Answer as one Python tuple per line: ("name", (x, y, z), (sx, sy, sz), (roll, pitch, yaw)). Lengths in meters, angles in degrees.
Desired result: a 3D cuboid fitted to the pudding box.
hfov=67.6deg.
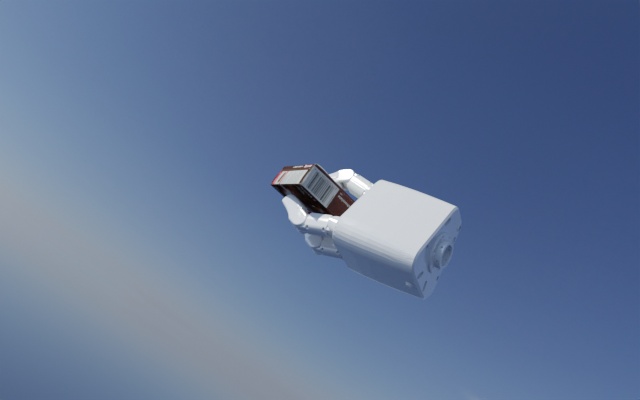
("pudding box", (0.000, 0.002, 0.625), (0.113, 0.039, 0.090), (46, -20, -22))
